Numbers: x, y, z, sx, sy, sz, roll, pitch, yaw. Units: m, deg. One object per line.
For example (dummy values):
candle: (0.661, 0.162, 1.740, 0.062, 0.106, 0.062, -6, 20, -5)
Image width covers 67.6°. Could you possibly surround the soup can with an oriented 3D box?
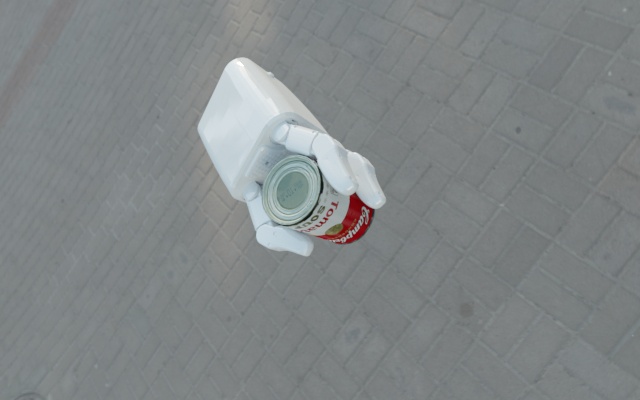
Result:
soup can: (0.000, 0.002, 0.462, 0.068, 0.068, 0.102, 0, -13, 33)
